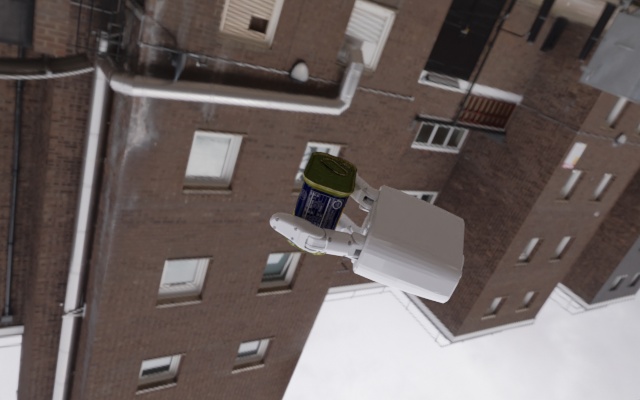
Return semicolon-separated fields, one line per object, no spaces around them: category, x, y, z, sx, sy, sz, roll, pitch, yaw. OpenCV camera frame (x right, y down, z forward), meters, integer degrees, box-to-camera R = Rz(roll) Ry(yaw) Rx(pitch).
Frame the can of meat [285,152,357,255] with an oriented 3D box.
can of meat;0.000;0.002;0.551;0.057;0.084;0.102;19;25;-2
